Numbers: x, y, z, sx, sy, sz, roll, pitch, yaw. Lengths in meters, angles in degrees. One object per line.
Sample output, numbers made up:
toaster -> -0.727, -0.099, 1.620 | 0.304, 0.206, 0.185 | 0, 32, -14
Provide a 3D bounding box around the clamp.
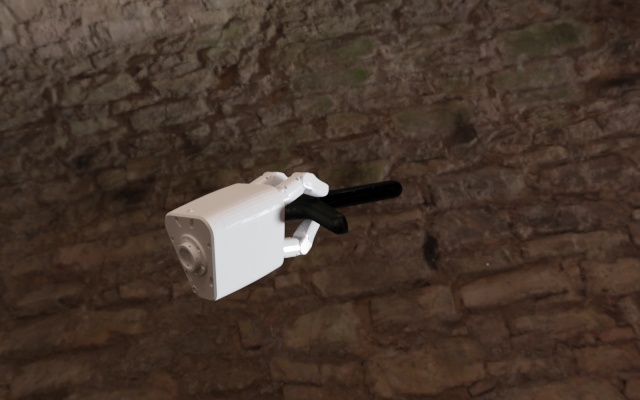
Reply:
clamp -> 0.000, 0.003, 0.670 | 0.210, 0.036, 0.164 | 3, 19, 41
